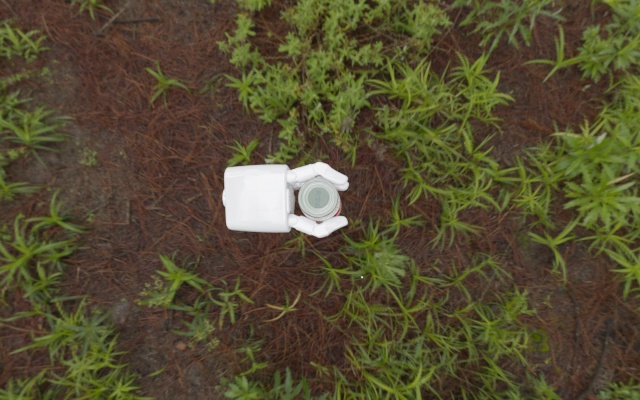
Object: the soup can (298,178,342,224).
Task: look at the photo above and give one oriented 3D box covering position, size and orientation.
[{"bbox_3d":[0.001,0.003,0.821,0.068,0.068,0.102,0,-9,5],"label":"soup can"}]
